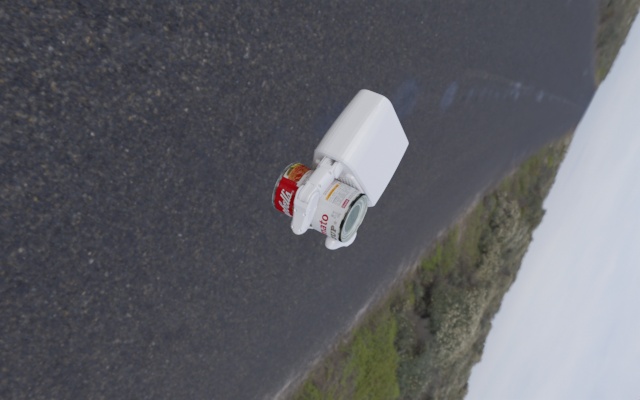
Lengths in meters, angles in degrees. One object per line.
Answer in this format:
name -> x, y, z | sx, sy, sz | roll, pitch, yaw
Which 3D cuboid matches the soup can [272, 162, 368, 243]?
soup can -> 0.000, 0.002, 0.598 | 0.102, 0.068, 0.068 | 26, 10, 22
